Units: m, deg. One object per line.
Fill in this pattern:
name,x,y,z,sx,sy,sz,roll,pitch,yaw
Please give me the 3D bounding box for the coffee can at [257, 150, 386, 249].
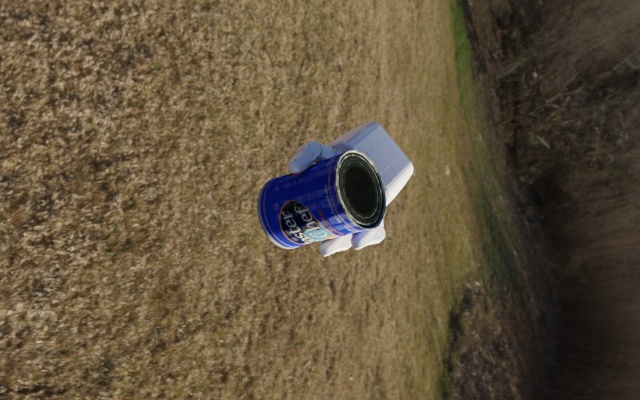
coffee can,0.000,0.002,0.631,0.140,0.103,0.103,-17,-11,39
